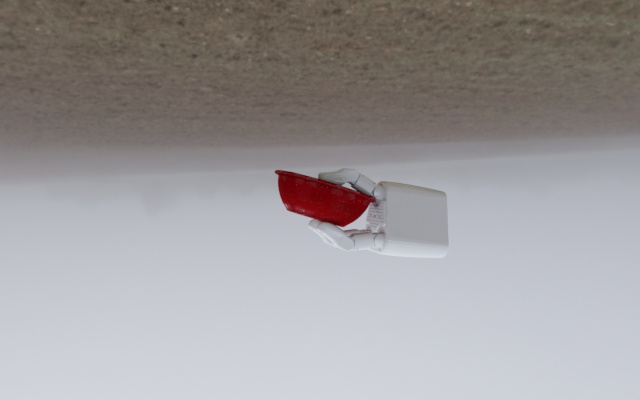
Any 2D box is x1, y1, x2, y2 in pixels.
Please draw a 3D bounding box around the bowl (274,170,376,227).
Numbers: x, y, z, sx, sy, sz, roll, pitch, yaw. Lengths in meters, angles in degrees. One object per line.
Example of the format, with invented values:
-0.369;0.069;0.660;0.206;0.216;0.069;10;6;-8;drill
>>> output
-0.001;0.002;0.730;0.162;0.055;0.162;17;-3;1;bowl
